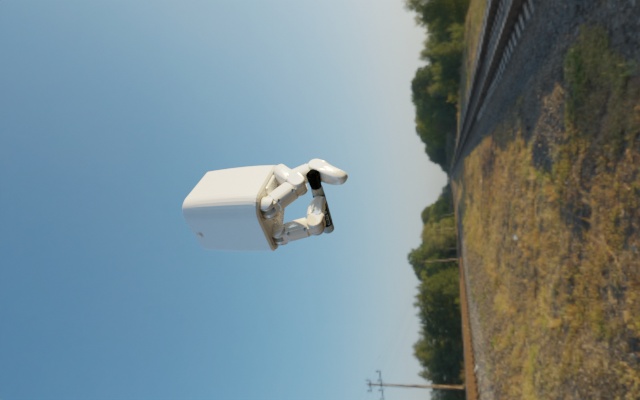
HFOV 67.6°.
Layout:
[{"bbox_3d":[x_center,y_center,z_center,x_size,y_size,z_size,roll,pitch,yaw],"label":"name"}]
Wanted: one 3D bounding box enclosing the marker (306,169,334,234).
[{"bbox_3d":[0.000,0.002,0.683,0.020,0.020,0.121,0,-43,16],"label":"marker"}]
